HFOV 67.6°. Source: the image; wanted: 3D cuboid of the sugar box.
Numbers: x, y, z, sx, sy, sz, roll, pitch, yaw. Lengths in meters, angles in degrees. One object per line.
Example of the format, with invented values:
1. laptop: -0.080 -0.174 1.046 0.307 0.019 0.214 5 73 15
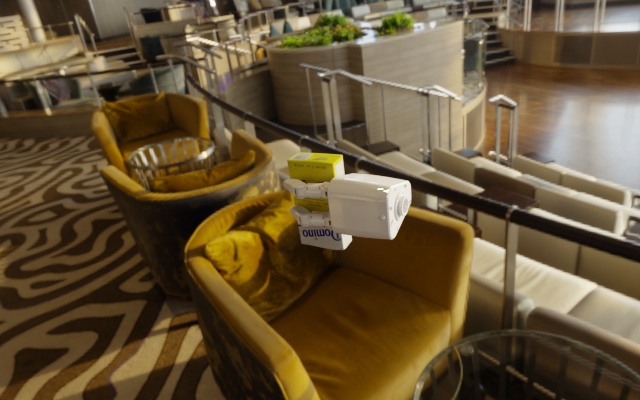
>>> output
1. sugar box: 0.000 0.003 0.861 0.093 0.176 0.048 7 29 27
